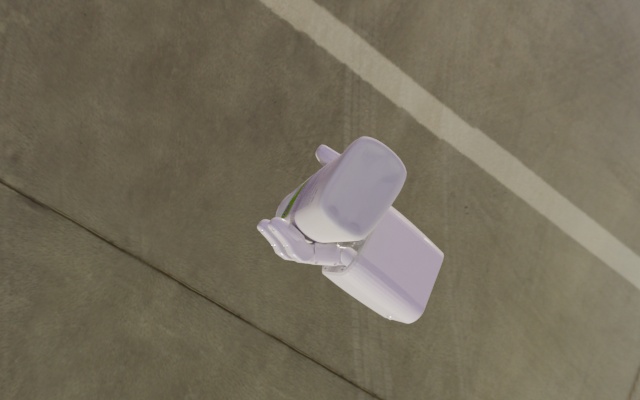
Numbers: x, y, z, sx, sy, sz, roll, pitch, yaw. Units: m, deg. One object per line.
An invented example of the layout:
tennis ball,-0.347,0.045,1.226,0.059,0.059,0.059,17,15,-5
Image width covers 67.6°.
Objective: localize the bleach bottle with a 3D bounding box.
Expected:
bleach bottle,0.000,0.002,0.566,0.068,0.102,0.251,38,-16,-12
